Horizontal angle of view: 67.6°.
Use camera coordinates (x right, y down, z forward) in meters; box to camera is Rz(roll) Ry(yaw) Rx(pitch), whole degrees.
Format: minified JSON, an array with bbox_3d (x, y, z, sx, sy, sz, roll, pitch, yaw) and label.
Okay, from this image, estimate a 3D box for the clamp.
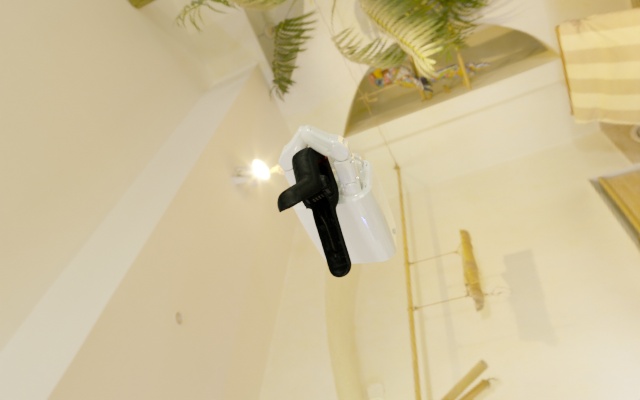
[{"bbox_3d":[-0.001,0.002,0.533,0.039,0.120,0.171,-18,28,17],"label":"clamp"}]
